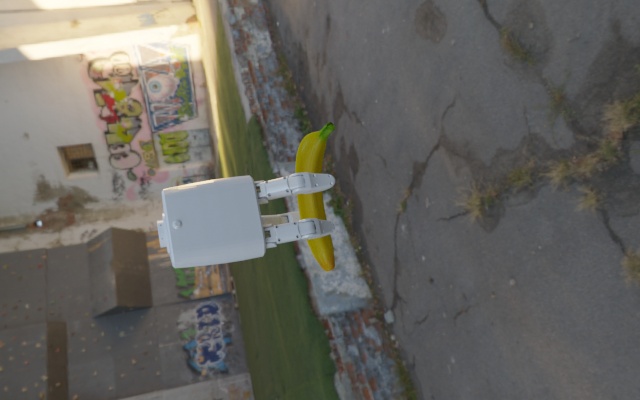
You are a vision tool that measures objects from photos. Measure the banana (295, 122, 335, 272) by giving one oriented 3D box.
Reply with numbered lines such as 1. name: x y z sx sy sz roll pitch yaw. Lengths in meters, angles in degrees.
1. banana: -0.008 -0.005 0.640 0.037 0.198 0.069 -8 15 -23
